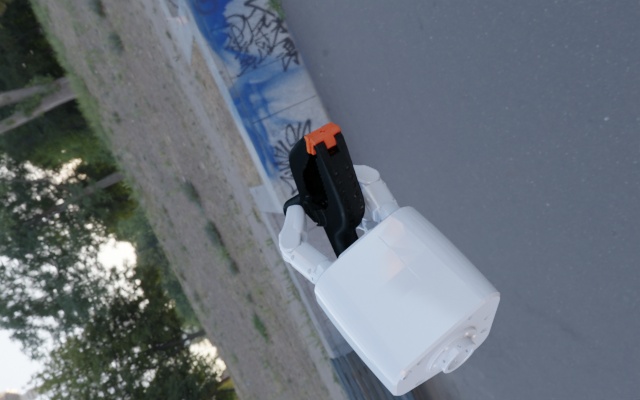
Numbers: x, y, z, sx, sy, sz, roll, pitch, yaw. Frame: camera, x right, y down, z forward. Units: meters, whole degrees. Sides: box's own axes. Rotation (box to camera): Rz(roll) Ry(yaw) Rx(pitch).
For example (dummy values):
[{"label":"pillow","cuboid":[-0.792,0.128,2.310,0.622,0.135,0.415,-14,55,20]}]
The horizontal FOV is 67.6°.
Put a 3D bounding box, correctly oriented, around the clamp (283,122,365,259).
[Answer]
[{"label":"clamp","cuboid":[-0.001,0.002,0.468,0.036,0.210,0.164,-32,52,-19]}]
